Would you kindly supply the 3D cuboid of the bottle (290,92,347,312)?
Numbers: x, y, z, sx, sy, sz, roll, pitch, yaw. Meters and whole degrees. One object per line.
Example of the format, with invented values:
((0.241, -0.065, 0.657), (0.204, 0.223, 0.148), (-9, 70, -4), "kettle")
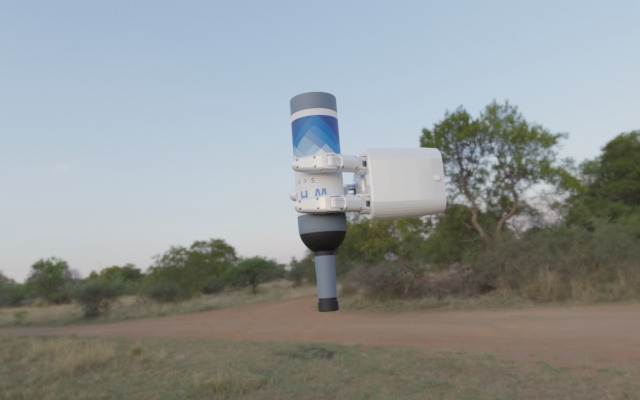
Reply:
((0.000, 0.002, 0.658), (0.069, 0.295, 0.069), (-4, -8, -1), "bottle")
